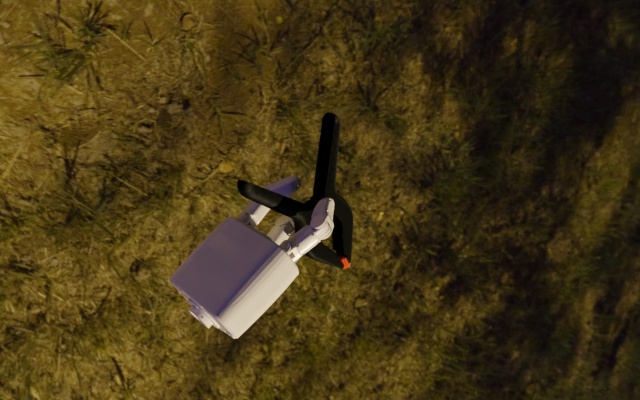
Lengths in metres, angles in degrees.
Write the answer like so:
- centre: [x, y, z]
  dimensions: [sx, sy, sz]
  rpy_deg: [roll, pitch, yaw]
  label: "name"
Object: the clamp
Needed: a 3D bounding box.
- centre: [0.001, 0.003, 0.626]
  dimensions: [0.036, 0.210, 0.164]
  rpy_deg: [17, 56, 48]
  label: "clamp"
